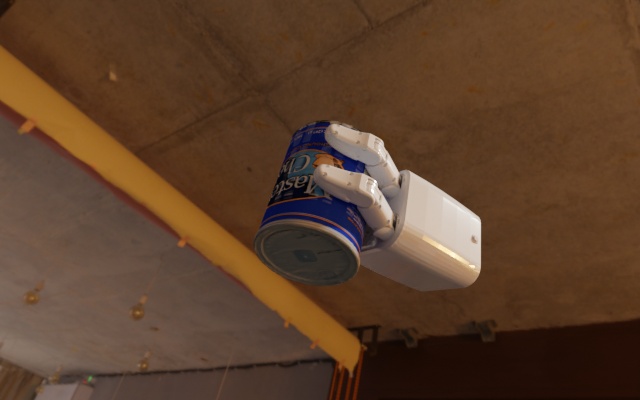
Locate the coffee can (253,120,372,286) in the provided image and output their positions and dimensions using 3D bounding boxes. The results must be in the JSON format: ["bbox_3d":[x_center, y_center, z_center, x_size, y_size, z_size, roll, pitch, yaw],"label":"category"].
[{"bbox_3d":[0.000,0.002,0.493,0.103,0.140,0.103,9,-39,8],"label":"coffee can"}]
